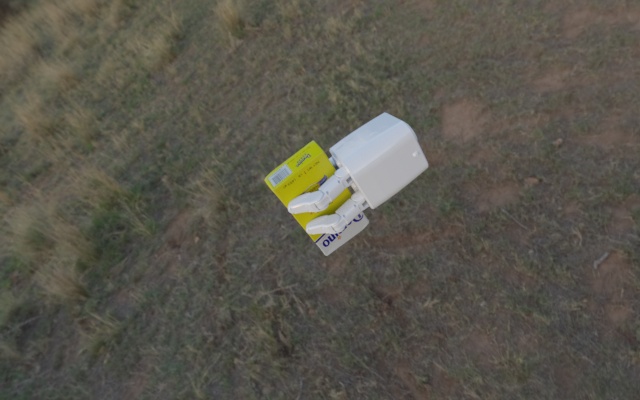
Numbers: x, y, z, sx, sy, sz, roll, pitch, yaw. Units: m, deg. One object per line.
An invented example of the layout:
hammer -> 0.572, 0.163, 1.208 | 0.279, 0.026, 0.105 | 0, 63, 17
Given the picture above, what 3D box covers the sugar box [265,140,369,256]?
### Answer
sugar box -> 0.000, 0.003, 0.733 | 0.093, 0.176, 0.048 | -37, 39, 0
